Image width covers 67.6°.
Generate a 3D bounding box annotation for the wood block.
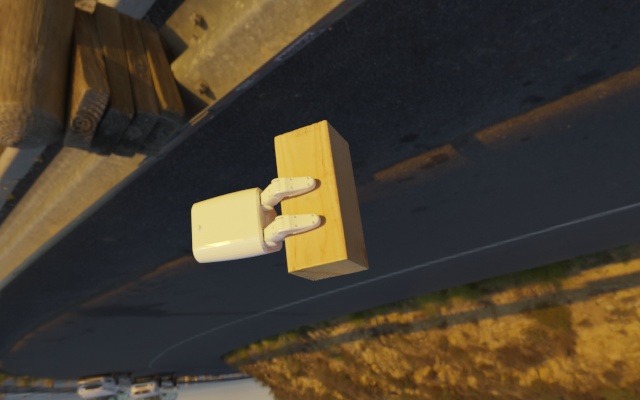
[{"bbox_3d":[0.000,0.003,0.699,0.090,0.206,0.091,-15,-22,20],"label":"wood block"}]
